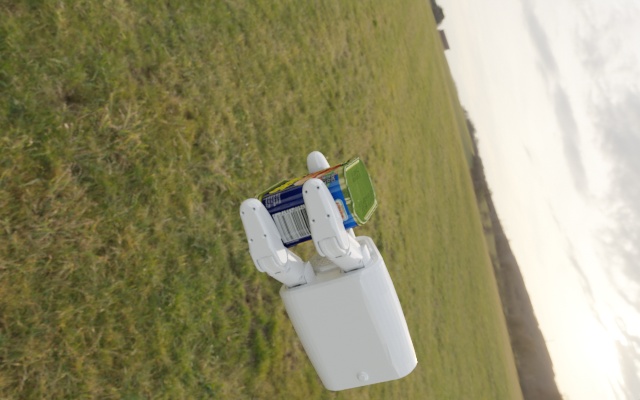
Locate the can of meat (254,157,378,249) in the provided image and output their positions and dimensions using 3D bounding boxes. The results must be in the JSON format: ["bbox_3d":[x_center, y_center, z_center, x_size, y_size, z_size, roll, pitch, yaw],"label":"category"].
[{"bbox_3d":[0.000,0.001,0.434,0.084,0.057,0.102,-18,8,18],"label":"can of meat"}]
